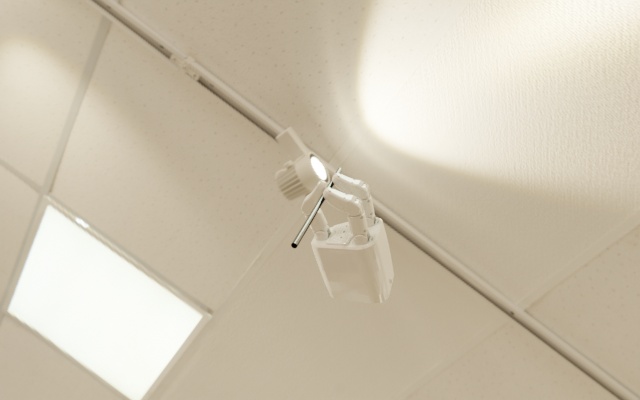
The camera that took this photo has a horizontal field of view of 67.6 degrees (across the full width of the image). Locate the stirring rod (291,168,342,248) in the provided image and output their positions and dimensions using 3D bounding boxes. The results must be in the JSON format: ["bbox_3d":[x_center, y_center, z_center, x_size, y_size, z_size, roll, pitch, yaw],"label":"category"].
[{"bbox_3d":[0.000,0.002,0.680,0.011,0.011,0.239,0,26,17],"label":"stirring rod"}]
